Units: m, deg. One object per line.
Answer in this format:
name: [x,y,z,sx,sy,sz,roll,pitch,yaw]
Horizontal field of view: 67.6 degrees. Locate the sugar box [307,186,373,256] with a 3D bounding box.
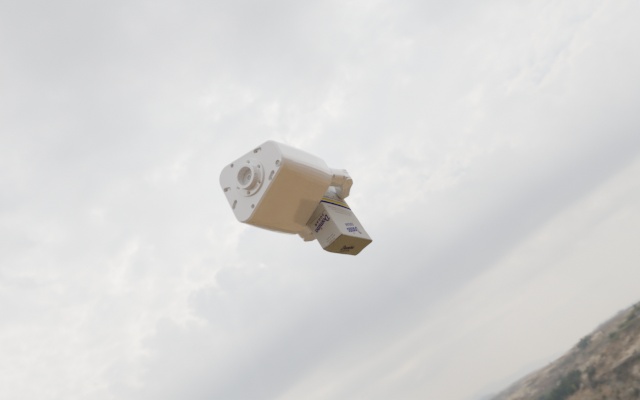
sugar box: [0.000,0.003,0.733,0.048,0.176,0.093,-42,-31,21]
